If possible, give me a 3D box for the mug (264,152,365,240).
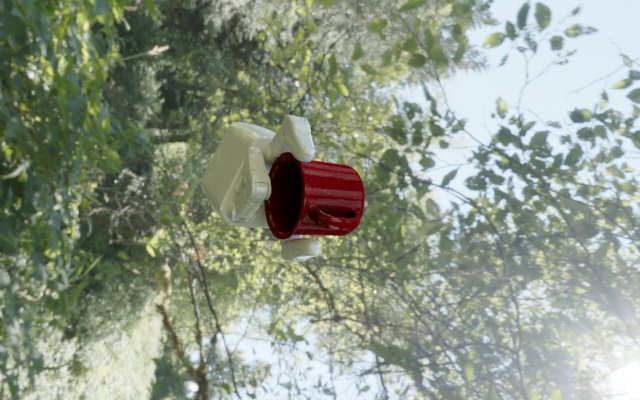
[{"bbox_3d":[0.001,0.002,0.514,0.081,0.093,0.117,5,18,-31],"label":"mug"}]
